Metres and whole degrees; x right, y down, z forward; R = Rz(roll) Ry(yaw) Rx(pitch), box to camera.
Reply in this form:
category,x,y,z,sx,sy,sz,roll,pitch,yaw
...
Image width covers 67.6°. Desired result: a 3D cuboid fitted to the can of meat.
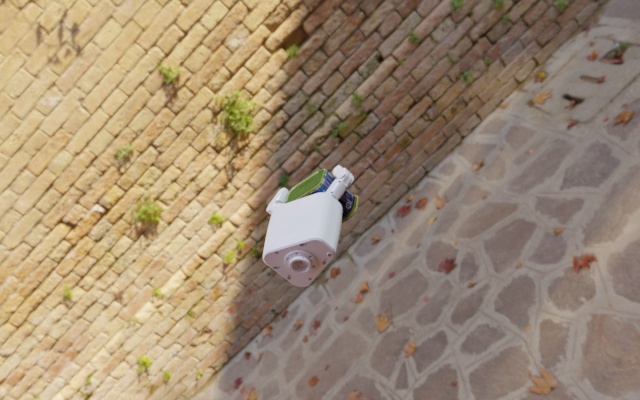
category,x,y,z,sx,sy,sz,roll,pitch,yaw
can of meat,0.000,0.002,0.828,0.102,0.057,0.084,-32,-61,33
